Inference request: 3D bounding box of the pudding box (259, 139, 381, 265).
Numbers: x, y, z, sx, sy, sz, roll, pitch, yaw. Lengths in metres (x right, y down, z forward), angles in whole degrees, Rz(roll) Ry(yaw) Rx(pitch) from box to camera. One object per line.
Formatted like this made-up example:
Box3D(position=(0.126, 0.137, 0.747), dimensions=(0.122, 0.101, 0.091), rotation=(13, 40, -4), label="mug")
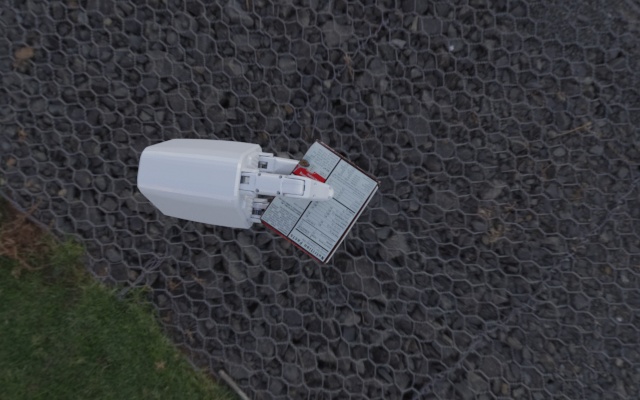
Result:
Box3D(position=(0.000, 0.002, 0.535), dimensions=(0.090, 0.113, 0.039), rotation=(35, 0, 5), label="pudding box")
